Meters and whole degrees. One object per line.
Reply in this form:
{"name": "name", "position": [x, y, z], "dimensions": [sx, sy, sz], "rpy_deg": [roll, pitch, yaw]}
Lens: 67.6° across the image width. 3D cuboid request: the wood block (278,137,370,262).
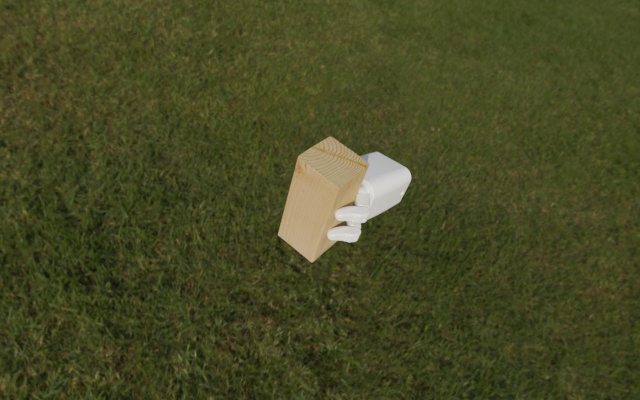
{"name": "wood block", "position": [0.000, 0.002, 0.851], "dimensions": [0.091, 0.206, 0.090], "rpy_deg": [38, 49, 18]}
